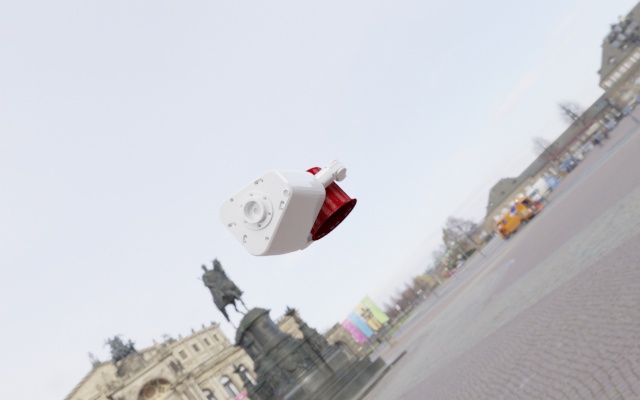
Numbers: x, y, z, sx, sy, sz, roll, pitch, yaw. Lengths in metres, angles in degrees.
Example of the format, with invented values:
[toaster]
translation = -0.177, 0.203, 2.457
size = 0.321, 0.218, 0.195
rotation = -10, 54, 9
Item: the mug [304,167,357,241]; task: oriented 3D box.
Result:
[mug]
translation = 0.001, 0.002, 0.750
size = 0.081, 0.093, 0.117
rotation = 47, 14, 15
